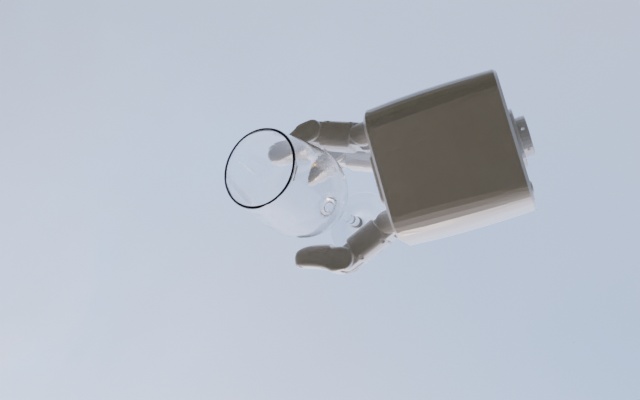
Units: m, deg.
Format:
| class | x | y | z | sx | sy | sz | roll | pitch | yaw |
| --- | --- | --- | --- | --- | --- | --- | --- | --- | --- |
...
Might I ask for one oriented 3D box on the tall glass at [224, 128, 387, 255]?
| class | x | y | z | sx | sy | sz | roll | pitch | yaw |
| --- | --- | --- | --- | --- | --- | --- | --- | --- | --- |
| tall glass | 0.000 | 0.002 | 0.429 | 0.079 | 0.079 | 0.201 | 0 | -15 | 28 |
